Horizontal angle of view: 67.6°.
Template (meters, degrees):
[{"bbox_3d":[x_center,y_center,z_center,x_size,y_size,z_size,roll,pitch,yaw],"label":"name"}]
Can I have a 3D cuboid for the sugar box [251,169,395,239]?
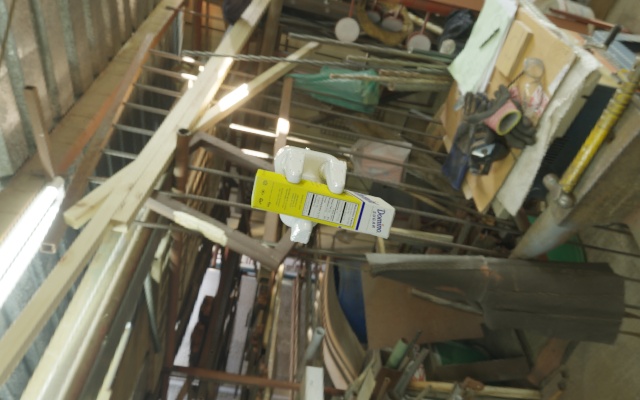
[{"bbox_3d":[0.000,0.001,0.622,0.176,0.048,0.093,11,9,-9],"label":"sugar box"}]
